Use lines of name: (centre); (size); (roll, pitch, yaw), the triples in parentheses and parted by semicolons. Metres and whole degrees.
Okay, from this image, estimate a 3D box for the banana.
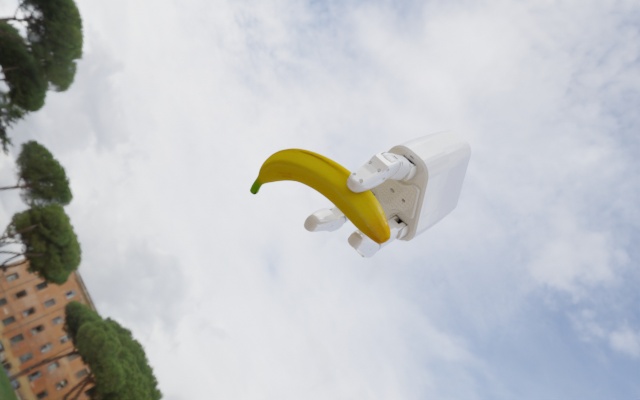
banana: (-0.002, -0.016, 0.518); (0.197, 0.070, 0.037); (21, 30, 38)
